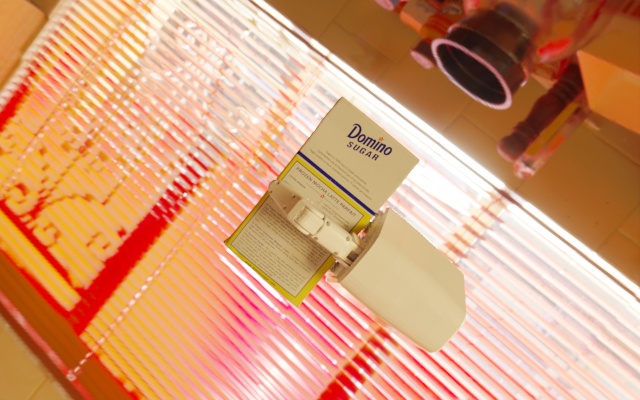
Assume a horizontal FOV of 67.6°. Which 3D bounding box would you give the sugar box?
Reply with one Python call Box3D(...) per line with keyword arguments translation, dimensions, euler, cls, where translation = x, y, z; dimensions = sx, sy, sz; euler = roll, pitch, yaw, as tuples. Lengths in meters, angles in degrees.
Box3D(translation=(0.000, 0.002, 0.448), dimensions=(0.093, 0.176, 0.048), euler=(40, 5, 0), cls="sugar box")
